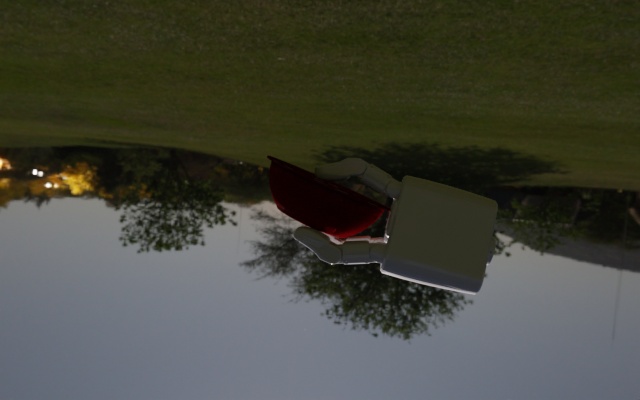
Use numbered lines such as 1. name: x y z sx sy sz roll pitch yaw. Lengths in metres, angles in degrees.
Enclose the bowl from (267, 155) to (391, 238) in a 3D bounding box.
1. bowl: -0.001 0.002 0.576 0.162 0.055 0.162 24 4 -2
